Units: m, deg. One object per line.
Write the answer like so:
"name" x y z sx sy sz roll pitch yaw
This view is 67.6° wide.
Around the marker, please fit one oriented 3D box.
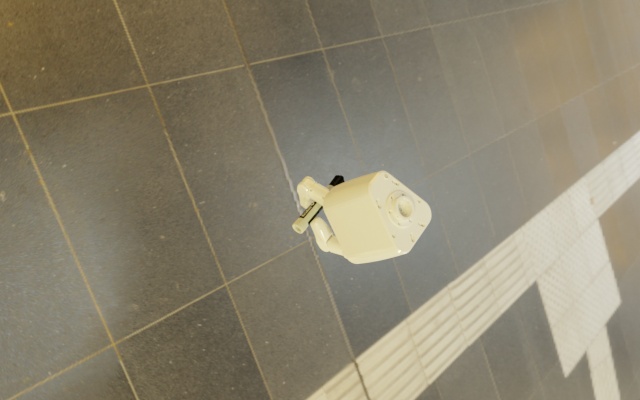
"marker" 0.000 0.002 0.724 0.020 0.020 0.121 0 40 48
